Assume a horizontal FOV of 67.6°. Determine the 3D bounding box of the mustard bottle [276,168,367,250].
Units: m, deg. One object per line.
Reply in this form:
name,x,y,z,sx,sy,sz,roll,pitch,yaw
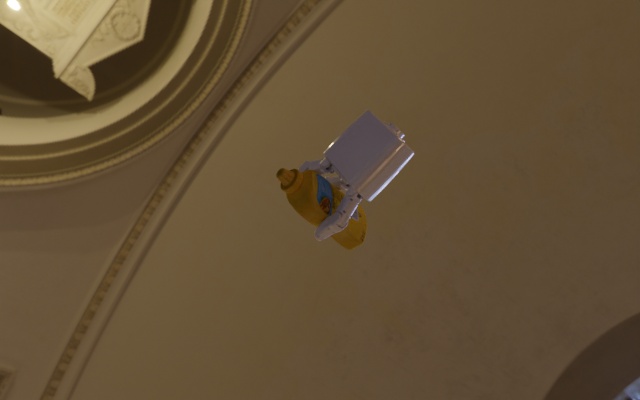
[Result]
mustard bottle,0.000,0.003,0.801,0.058,0.096,0.192,-30,-49,29
